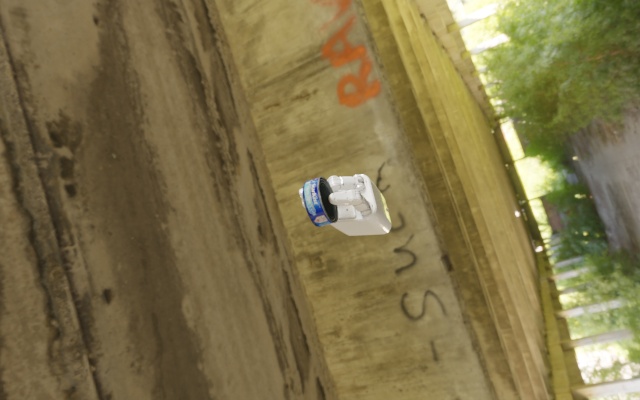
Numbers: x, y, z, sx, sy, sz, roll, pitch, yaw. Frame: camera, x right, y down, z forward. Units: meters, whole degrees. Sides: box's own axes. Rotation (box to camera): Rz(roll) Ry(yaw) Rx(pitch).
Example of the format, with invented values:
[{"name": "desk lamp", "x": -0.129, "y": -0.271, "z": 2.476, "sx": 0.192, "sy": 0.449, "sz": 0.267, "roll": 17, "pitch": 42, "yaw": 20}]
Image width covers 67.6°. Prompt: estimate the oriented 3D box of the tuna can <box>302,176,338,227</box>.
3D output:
[{"name": "tuna can", "x": 0.000, "y": 0.003, "z": 0.849, "sx": 0.034, "sy": 0.086, "sz": 0.086, "roll": -17, "pitch": -5, "yaw": 18}]
